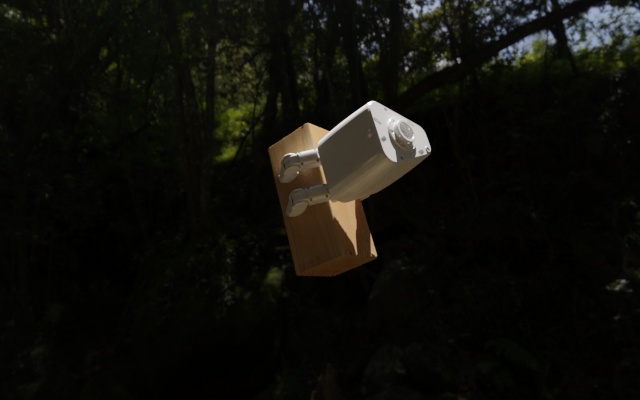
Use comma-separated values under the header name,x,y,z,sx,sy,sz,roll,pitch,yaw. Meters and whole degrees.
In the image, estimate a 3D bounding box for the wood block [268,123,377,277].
name,x,y,z,sx,sy,sz,roll,pitch,yaw
wood block,0.001,0.002,0.720,0.090,0.206,0.091,-28,-25,33
